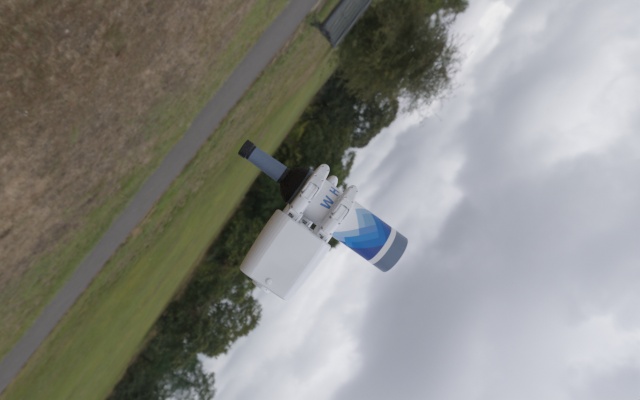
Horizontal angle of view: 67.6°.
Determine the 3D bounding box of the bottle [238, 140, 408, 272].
[{"bbox_3d":[0.000,0.003,0.747,0.296,0.069,0.069,35,-5,-6],"label":"bottle"}]
